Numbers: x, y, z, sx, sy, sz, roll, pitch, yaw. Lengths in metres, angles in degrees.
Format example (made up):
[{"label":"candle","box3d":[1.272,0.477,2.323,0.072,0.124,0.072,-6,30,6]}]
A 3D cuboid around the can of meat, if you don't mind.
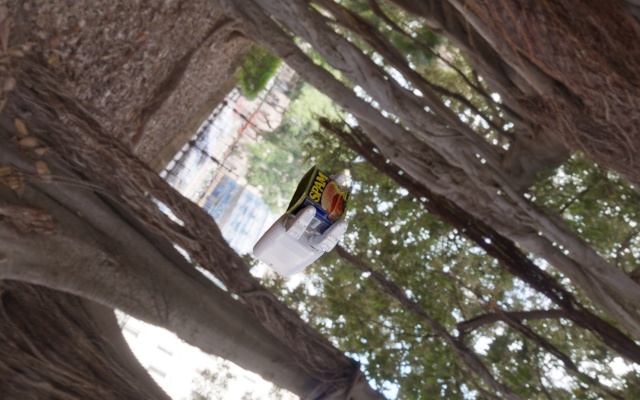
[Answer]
[{"label":"can of meat","box3d":[0.000,0.003,0.807,0.084,0.102,0.057,36,-49,-13]}]
